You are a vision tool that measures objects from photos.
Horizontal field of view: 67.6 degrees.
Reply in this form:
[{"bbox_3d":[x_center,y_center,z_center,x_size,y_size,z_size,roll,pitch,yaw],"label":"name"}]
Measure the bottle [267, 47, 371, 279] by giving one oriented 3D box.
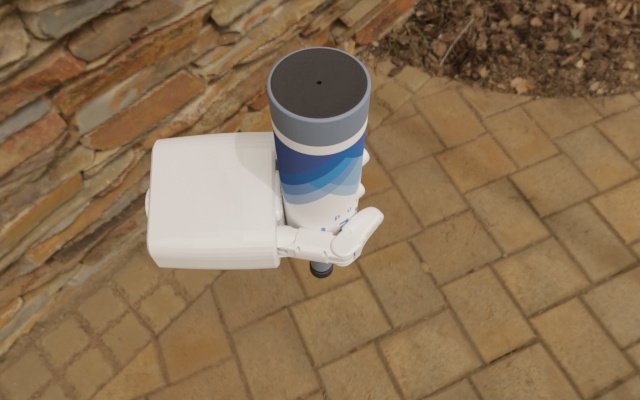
[{"bbox_3d":[0.000,0.001,0.428,0.069,0.069,0.296,0,-31,0],"label":"bottle"}]
